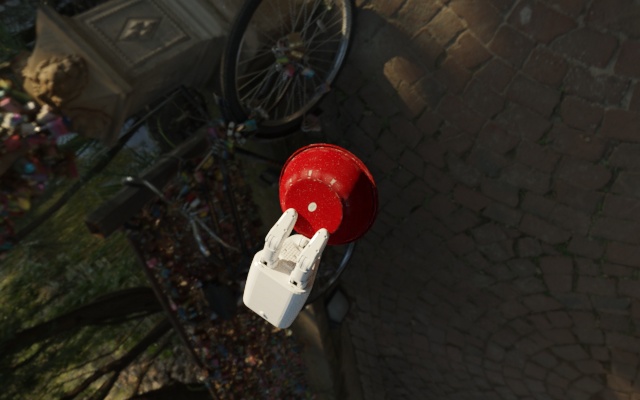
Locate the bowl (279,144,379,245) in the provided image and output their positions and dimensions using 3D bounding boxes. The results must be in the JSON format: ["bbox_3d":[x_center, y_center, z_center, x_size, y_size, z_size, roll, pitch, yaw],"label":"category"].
[{"bbox_3d":[0.000,0.001,0.693,0.162,0.162,0.055,0,21,25],"label":"bowl"}]
